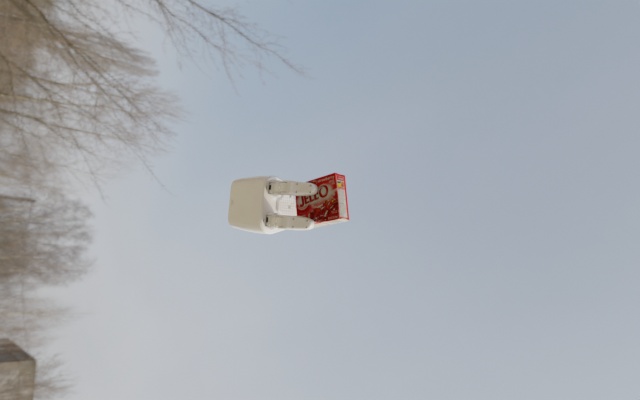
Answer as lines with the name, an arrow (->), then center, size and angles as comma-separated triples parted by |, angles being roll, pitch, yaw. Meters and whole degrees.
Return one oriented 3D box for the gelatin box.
gelatin box -> 0.001, 0.002, 0.754 | 0.089, 0.073, 0.030 | -14, -16, 38
